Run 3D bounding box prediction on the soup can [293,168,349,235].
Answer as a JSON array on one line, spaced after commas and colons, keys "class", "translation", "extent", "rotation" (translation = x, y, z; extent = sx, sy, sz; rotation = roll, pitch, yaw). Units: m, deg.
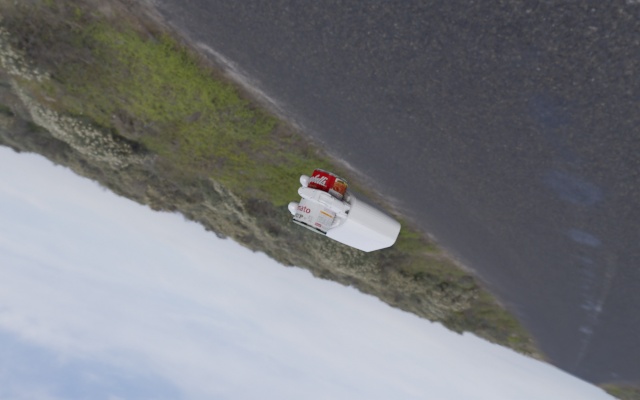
[{"class": "soup can", "translation": [0.000, 0.003, 0.856], "extent": [0.068, 0.102, 0.068], "rotation": [23, -6, 3]}]
